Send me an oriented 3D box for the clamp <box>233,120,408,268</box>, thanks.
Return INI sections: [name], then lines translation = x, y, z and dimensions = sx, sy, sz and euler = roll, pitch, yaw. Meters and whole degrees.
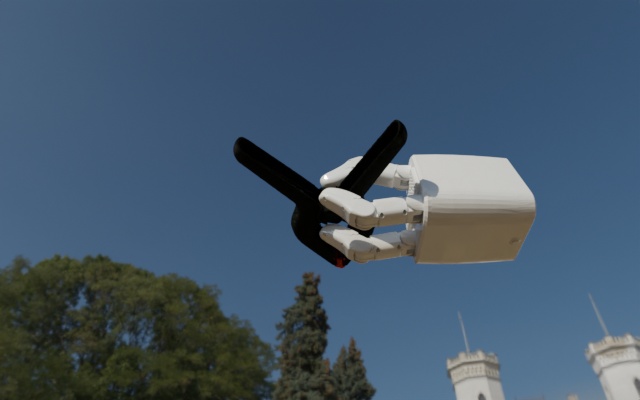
[clamp]
translation = 0.000, 0.001, 0.514
dimensions = 0.164, 0.036, 0.210
euler = 0, -43, 1
